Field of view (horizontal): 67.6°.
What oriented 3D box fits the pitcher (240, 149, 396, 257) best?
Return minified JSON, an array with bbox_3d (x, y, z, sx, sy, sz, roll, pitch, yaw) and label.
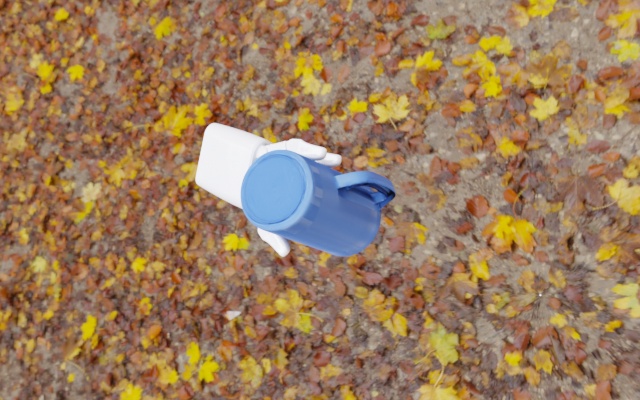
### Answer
[{"bbox_3d":[0.000,0.002,0.702,0.145,0.149,0.243,25,1,27],"label":"pitcher"}]
